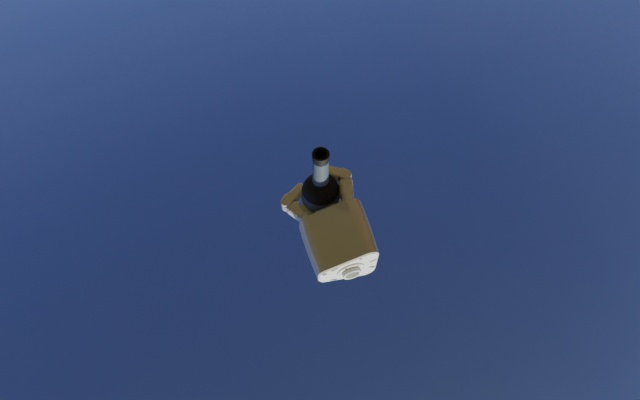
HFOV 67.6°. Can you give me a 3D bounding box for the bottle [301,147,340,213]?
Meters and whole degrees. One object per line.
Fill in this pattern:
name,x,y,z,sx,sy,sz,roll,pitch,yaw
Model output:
bottle,0.000,0.003,0.856,0.069,0.069,0.296,0,-30,0
